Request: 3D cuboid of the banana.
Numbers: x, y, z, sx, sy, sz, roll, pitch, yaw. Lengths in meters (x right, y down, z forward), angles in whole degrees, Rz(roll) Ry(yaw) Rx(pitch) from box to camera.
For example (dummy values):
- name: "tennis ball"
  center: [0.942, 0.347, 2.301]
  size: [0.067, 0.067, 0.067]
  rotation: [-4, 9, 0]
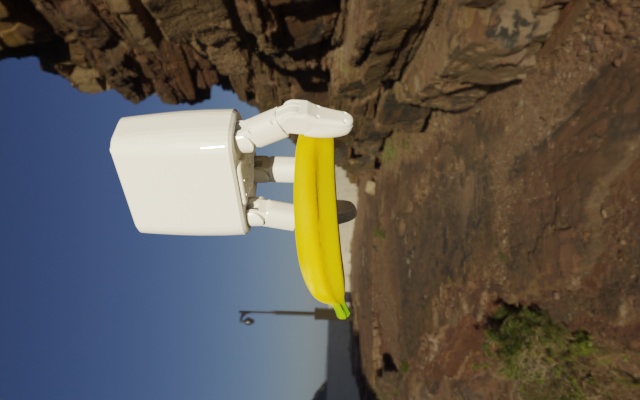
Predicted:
- name: "banana"
  center: [-0.002, 0.000, 0.408]
  size: [0.037, 0.197, 0.070]
  rotation: [-5, -15, 6]
